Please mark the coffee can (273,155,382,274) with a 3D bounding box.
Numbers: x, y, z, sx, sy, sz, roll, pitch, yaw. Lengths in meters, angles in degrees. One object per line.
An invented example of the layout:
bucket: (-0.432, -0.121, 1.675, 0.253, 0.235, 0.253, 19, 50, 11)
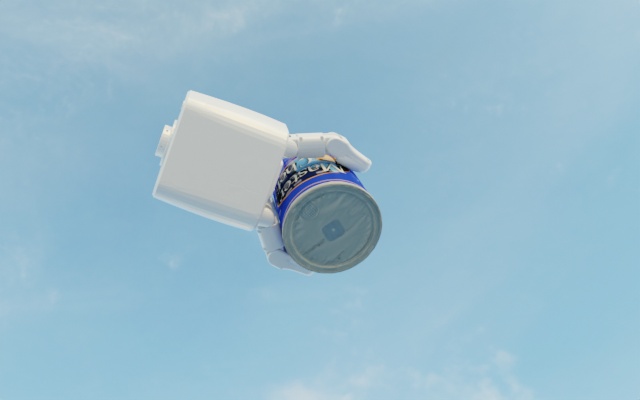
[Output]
coffee can: (0.000, 0.002, 0.540, 0.103, 0.103, 0.140, 0, 24, -12)
